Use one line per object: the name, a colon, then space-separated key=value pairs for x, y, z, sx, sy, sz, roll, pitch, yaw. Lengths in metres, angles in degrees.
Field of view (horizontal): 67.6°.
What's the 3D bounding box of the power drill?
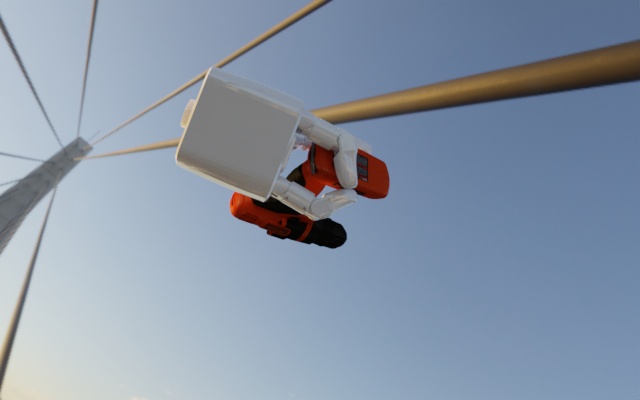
power drill: x=0.000 y=0.002 z=0.618 sx=0.184 sy=0.057 sz=0.188 roll=20 pitch=-36 yaw=-30
